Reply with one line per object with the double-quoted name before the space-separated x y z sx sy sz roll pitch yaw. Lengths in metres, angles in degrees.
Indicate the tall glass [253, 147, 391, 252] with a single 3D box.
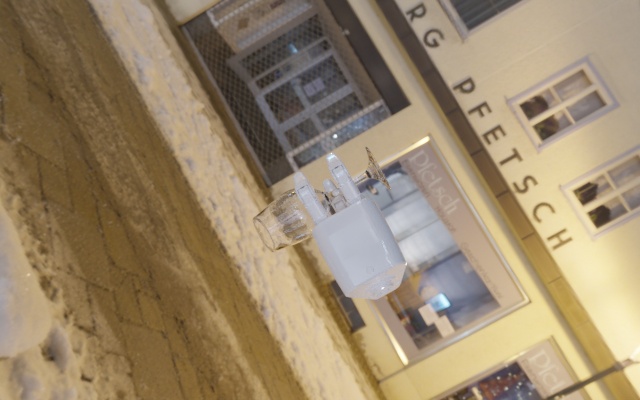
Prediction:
"tall glass" 0.001 0.002 0.713 0.201 0.079 0.079 -30 -3 5
